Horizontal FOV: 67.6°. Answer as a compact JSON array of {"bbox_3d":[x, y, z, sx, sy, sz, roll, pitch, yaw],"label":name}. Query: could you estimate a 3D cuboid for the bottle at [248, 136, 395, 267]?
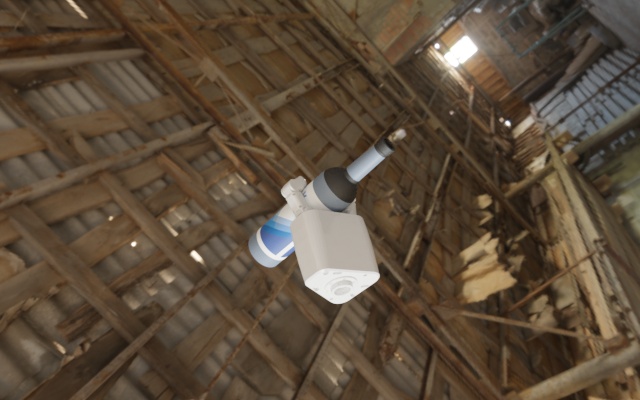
[{"bbox_3d":[0.000,0.003,0.756,0.296,0.069,0.069,-41,-22,28],"label":"bottle"}]
